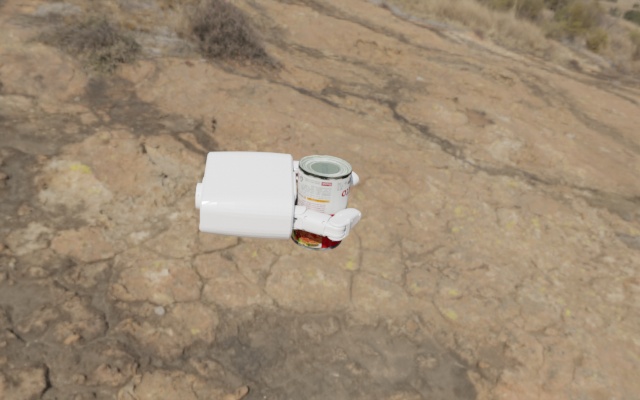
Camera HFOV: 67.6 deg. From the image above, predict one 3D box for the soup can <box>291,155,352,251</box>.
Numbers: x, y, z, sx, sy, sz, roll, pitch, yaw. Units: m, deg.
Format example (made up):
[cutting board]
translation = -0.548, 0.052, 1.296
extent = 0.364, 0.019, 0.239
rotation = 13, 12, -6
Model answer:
[soup can]
translation = 0.001, 0.002, 0.597
extent = 0.068, 0.102, 0.068
rotation = 6, 28, -3
